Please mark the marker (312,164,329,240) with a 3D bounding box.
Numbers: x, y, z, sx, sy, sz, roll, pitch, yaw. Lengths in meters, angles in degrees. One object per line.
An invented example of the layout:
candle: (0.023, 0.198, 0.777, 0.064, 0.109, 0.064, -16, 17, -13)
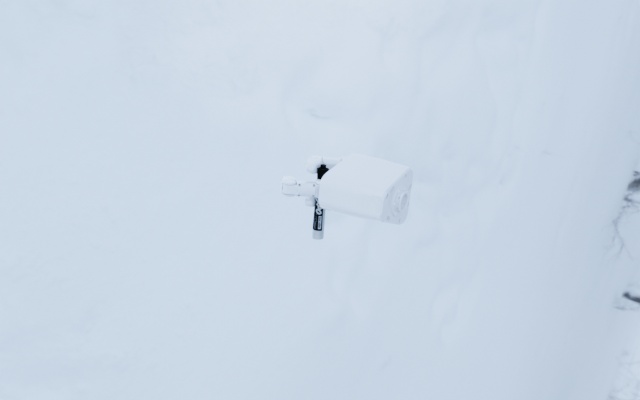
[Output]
marker: (0.000, 0.002, 0.750, 0.020, 0.121, 0.020, 4, 17, -1)
